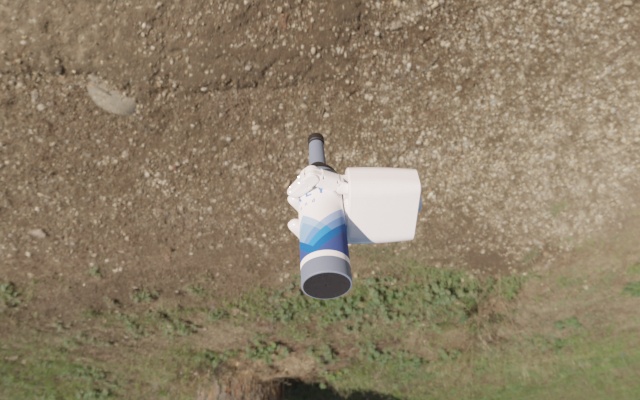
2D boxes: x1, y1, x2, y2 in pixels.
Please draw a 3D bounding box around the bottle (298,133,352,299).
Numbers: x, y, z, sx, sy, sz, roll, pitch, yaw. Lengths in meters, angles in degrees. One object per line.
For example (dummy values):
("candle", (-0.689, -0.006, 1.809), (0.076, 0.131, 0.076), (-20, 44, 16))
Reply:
("bottle", (0.000, 0.003, 0.714), (0.069, 0.295, 0.069), (-2, -43, -2))
